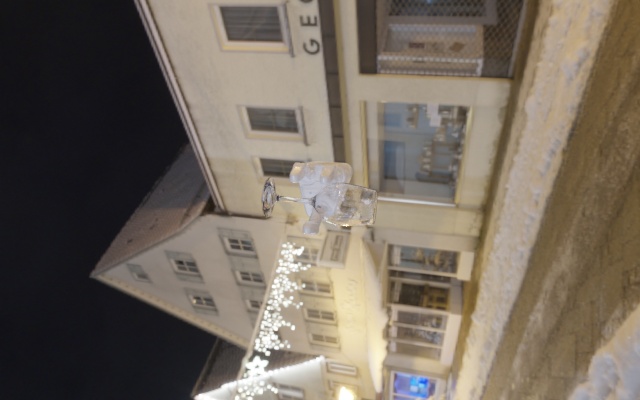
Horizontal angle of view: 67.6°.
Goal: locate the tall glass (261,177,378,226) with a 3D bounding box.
[{"bbox_3d":[-0.001,0.003,0.865,0.201,0.079,0.079,5,1,12],"label":"tall glass"}]
